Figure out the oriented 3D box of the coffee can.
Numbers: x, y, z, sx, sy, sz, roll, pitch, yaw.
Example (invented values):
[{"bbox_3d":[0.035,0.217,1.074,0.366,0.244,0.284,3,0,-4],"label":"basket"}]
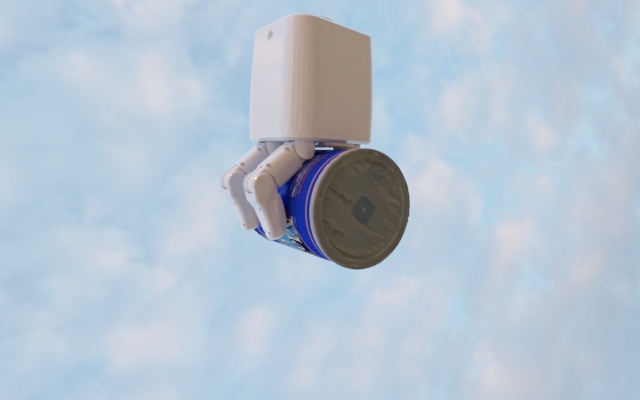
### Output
[{"bbox_3d":[0.000,0.002,0.457,0.103,0.103,0.140,0,5,-33],"label":"coffee can"}]
